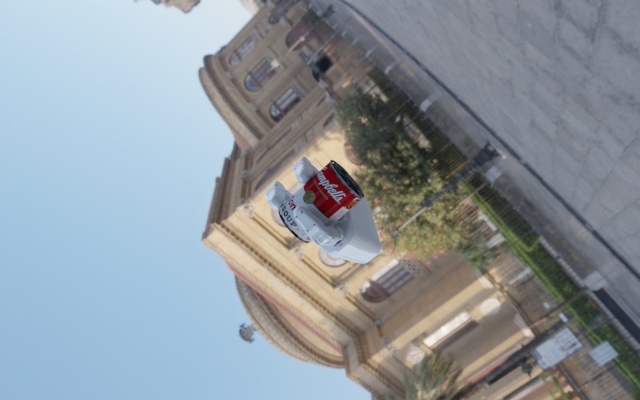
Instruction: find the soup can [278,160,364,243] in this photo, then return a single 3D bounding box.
[{"bbox_3d":[0.000,0.002,0.659,0.102,0.068,0.068,-41,-12,14],"label":"soup can"}]
